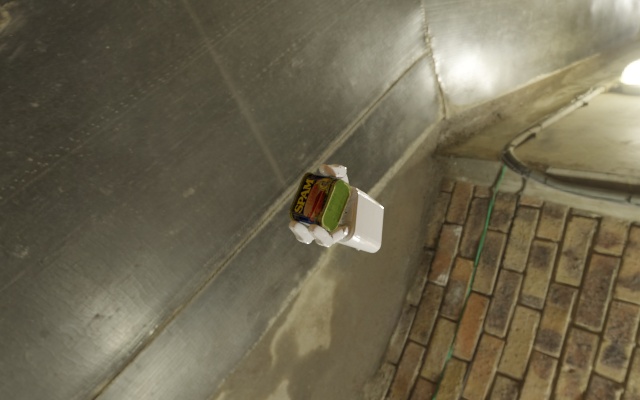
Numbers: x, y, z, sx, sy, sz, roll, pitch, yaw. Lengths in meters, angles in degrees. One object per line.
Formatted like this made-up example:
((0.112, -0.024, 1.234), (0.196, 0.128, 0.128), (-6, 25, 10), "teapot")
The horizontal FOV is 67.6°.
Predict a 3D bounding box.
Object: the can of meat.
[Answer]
((0.000, 0.003, 0.899), (0.084, 0.102, 0.057), (13, -13, 43), "can of meat")
